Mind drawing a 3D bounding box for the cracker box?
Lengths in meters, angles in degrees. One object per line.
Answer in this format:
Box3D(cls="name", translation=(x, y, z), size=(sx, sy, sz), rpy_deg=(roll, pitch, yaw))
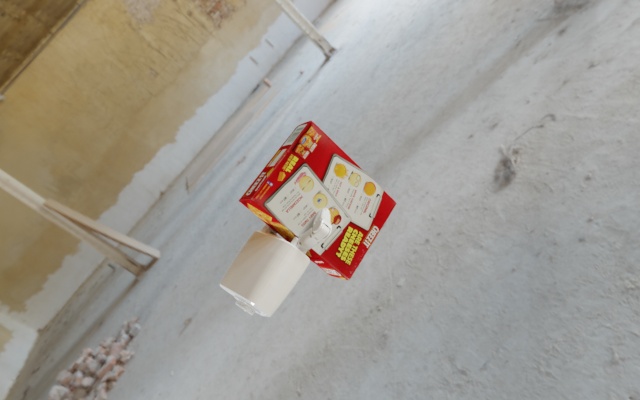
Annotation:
Box3D(cls="cracker box", translation=(0.000, 0.002, 0.788), size=(0.214, 0.164, 0.072), rpy_deg=(42, -20, -21))
